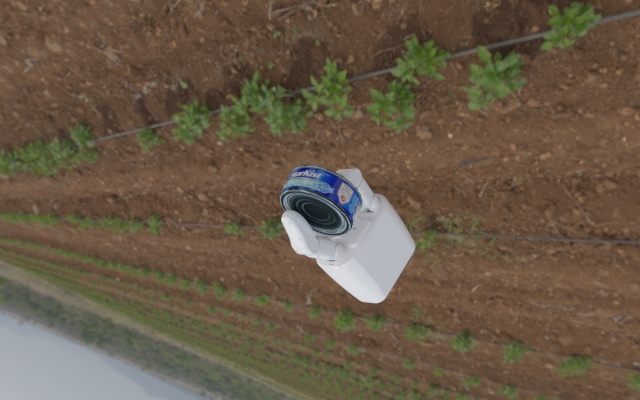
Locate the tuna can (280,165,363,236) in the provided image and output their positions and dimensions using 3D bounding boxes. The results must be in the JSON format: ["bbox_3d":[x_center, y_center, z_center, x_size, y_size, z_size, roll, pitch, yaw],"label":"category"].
[{"bbox_3d":[0.000,0.002,0.516,0.086,0.033,0.086,20,-28,12],"label":"tuna can"}]
